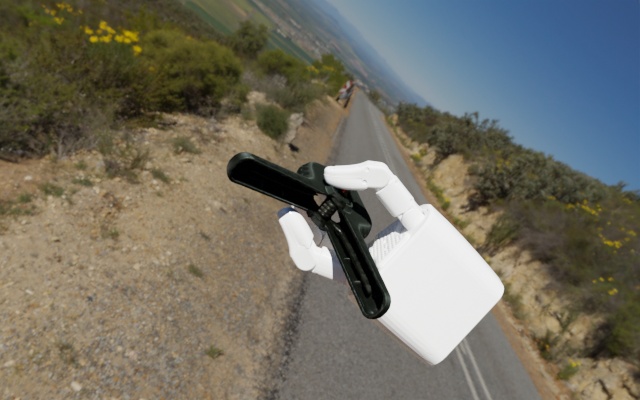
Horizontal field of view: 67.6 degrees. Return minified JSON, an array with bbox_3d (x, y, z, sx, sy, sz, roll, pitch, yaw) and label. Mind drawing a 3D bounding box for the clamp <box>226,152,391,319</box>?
[{"bbox_3d":[0.001,0.001,0.441,0.036,0.164,0.210,-43,9,16],"label":"clamp"}]
